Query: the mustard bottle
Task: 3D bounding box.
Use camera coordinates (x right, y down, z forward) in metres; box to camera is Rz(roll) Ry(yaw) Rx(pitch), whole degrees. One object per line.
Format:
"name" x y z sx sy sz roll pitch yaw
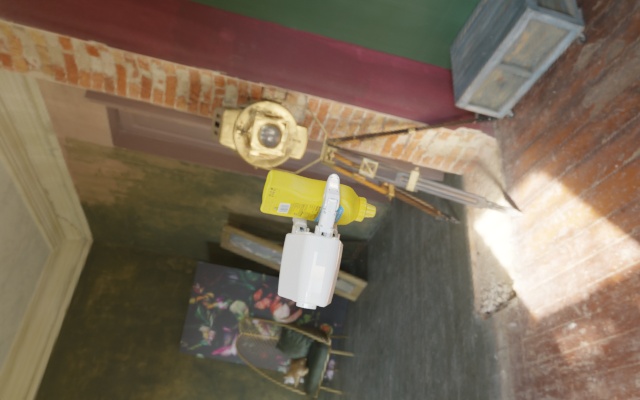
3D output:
"mustard bottle" 0.000 0.002 0.804 0.191 0.058 0.096 11 -32 -10
